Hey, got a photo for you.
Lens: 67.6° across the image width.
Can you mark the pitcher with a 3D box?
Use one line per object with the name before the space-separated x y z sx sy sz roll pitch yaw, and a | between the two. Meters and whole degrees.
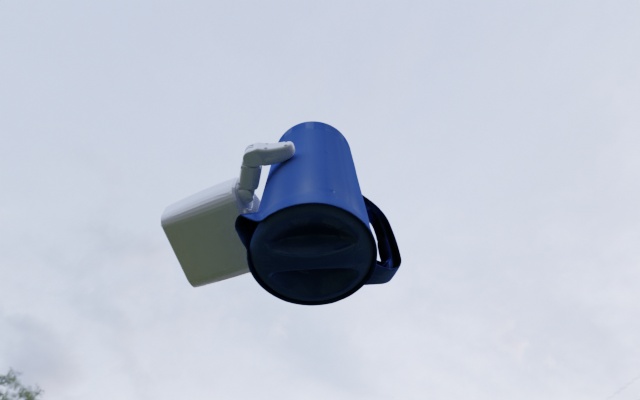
pitcher | 0.000 0.002 0.580 0.145 0.149 0.242 -19 30 12
